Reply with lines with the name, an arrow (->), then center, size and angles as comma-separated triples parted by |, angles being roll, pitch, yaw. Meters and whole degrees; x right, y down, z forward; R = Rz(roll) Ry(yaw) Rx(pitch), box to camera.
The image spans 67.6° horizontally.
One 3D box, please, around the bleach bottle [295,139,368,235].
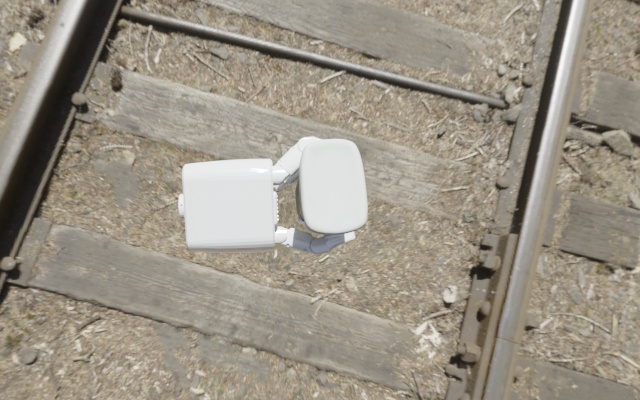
bleach bottle -> 0.000, 0.002, 0.601 | 0.068, 0.102, 0.251 | -3, -8, -7
